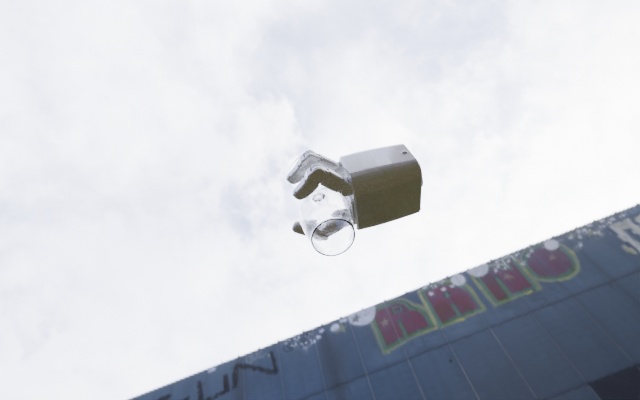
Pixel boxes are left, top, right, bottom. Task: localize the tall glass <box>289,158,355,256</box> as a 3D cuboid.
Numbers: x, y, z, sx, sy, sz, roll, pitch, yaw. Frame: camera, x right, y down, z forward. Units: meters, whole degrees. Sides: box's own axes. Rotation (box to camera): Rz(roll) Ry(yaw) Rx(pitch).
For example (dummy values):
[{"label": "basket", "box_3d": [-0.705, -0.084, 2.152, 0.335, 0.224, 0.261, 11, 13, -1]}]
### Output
[{"label": "tall glass", "box_3d": [0.000, 0.002, 0.732, 0.079, 0.079, 0.201, 0, 29, -11]}]
